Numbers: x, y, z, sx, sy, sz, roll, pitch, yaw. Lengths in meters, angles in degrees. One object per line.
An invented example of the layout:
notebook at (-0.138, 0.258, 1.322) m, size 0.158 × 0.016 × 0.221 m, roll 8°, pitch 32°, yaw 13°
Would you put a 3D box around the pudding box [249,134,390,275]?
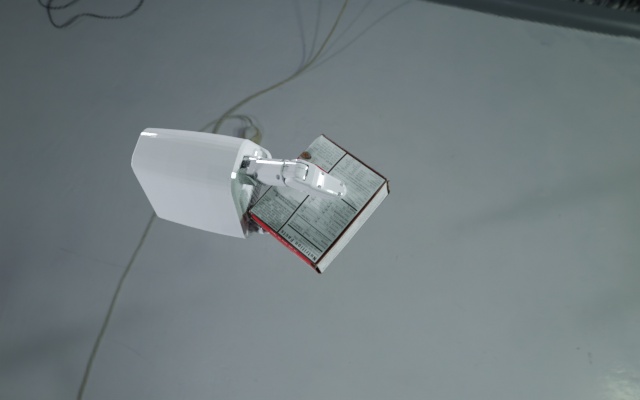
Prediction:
pudding box at (0.000, 0.001, 0.472) m, size 0.090 × 0.113 × 0.039 m, roll 38°, pitch -10°, yaw 19°
